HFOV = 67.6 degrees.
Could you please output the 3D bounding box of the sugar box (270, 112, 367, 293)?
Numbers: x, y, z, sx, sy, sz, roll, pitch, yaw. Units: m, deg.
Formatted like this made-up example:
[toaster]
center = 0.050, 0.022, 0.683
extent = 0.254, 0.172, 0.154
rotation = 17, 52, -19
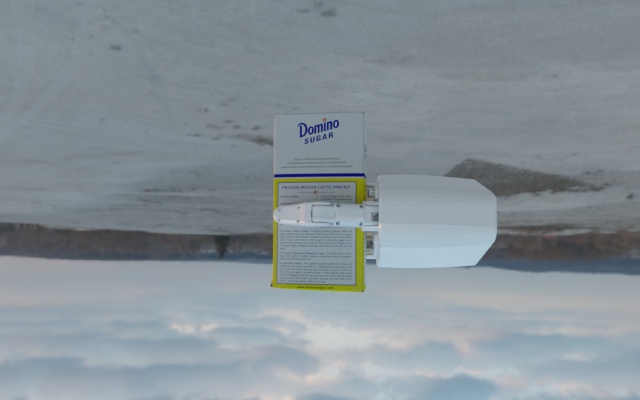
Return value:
[sugar box]
center = 0.000, 0.002, 0.484
extent = 0.093, 0.176, 0.048
rotation = 1, -7, 9
